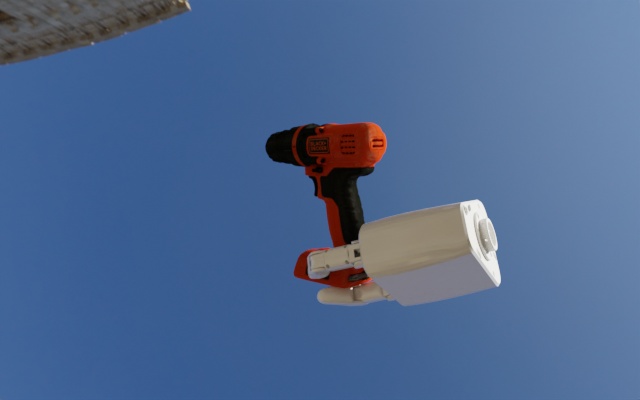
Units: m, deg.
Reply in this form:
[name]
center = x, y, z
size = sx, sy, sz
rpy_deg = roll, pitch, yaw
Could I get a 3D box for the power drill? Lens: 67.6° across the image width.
[power drill]
center = 0.000, 0.002, 0.572
size = 0.057, 0.187, 0.184
rpy_deg = -11, 10, -41
